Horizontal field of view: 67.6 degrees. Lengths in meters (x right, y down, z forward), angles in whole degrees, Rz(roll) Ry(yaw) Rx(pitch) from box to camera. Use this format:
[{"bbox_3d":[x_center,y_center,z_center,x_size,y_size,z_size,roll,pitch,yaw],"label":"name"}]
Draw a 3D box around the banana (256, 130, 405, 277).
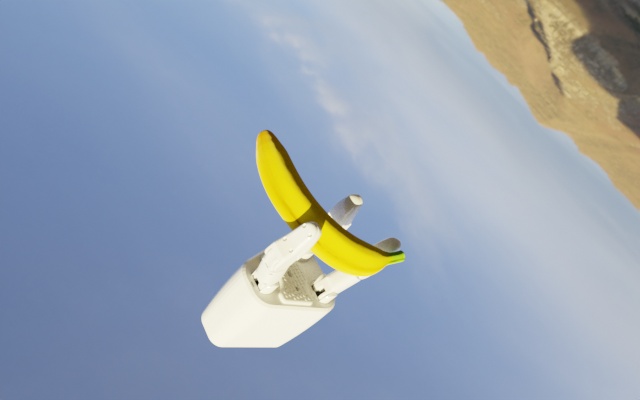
[{"bbox_3d":[-0.006,0.012,0.474,0.037,0.198,0.069,-47,-2,37],"label":"banana"}]
